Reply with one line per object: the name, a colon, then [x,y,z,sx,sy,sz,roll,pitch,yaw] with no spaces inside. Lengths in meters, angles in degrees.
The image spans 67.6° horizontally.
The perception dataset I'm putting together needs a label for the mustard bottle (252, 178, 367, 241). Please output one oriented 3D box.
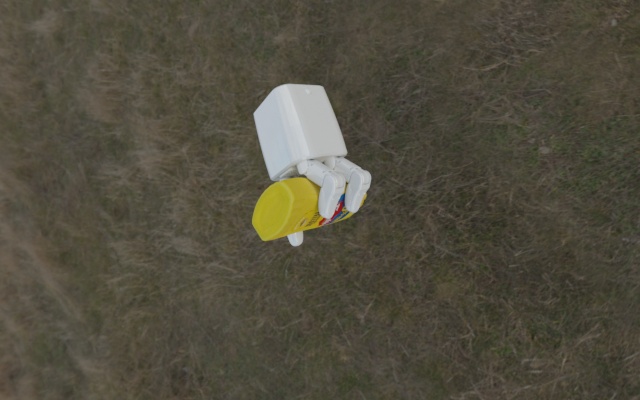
mustard bottle: [0.000,0.003,0.680,0.191,0.058,0.096,-11,-33,-46]
